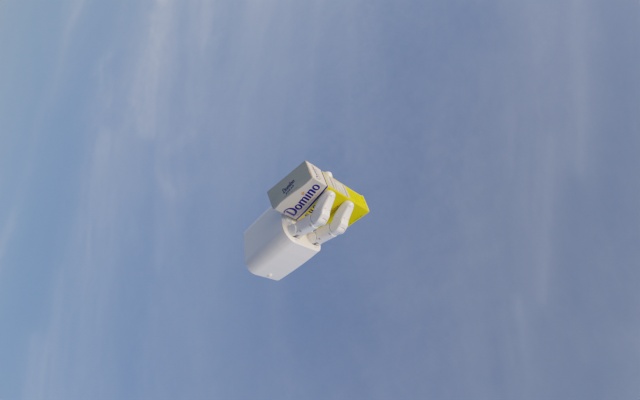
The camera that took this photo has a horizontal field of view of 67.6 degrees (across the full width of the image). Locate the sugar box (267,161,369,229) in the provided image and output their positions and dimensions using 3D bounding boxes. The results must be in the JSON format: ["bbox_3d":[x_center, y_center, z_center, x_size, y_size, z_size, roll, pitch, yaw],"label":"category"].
[{"bbox_3d":[0.000,0.003,0.842,0.093,0.048,0.176,-38,-36,21],"label":"sugar box"}]
